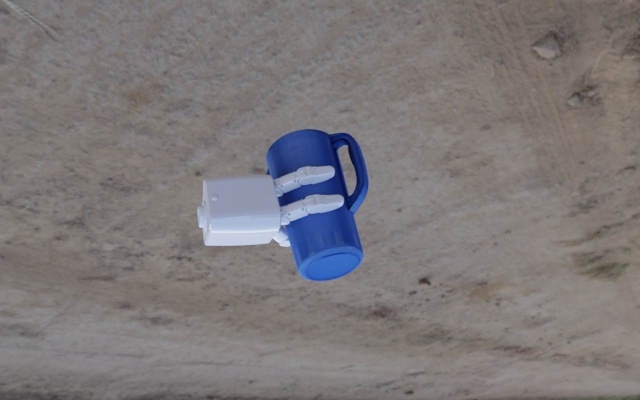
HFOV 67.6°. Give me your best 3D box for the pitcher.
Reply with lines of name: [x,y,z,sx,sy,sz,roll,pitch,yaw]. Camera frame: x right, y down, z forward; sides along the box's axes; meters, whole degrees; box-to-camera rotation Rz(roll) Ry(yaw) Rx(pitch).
pitcher: [0.000,0.003,0.808,0.145,0.242,0.149,-2,-35,-21]
